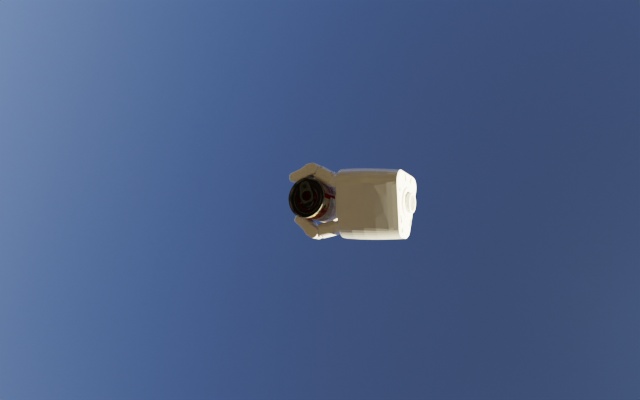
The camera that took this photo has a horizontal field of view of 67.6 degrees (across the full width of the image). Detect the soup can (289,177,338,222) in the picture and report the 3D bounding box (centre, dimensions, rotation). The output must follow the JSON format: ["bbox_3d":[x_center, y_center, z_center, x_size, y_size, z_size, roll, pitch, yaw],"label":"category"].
[{"bbox_3d":[0.000,0.003,0.828,0.068,0.068,0.102,0,-9,29],"label":"soup can"}]
